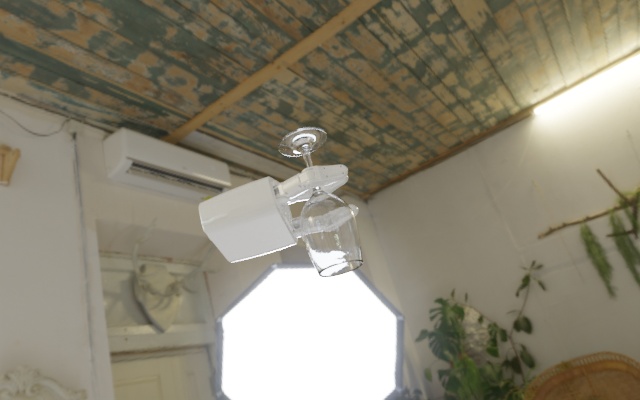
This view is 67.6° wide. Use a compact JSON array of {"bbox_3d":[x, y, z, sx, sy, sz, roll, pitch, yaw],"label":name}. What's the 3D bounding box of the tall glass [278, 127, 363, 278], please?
[{"bbox_3d":[0.000,0.001,0.662,0.079,0.201,0.079,-15,-22,-6],"label":"tall glass"}]
